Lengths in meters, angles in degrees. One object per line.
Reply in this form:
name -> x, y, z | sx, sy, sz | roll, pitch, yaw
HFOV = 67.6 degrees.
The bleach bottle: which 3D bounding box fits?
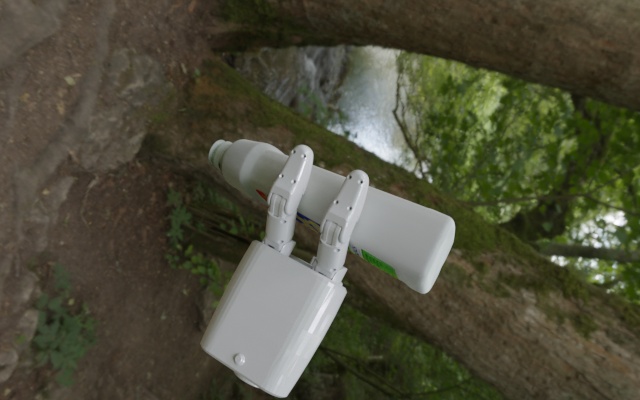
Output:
bleach bottle -> 0.000, 0.001, 0.464 | 0.251, 0.068, 0.103 | 25, -10, 21
